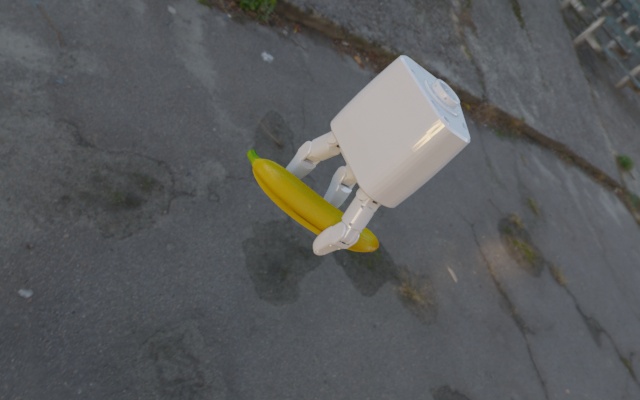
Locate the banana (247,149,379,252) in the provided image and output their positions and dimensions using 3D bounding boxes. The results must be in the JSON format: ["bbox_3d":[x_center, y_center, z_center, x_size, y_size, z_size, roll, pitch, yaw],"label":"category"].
[{"bbox_3d":[-0.005,0.008,0.550,0.198,0.037,0.069,38,25,-13],"label":"banana"}]
